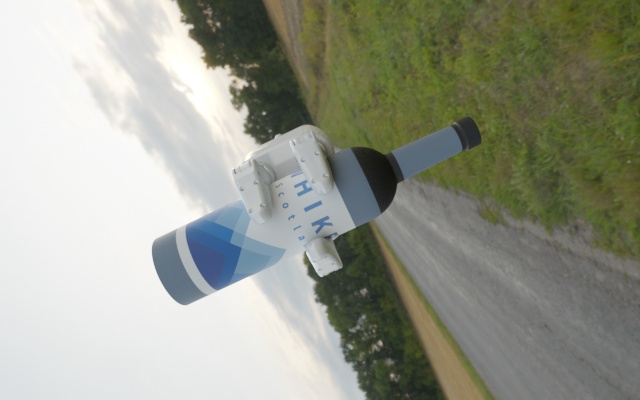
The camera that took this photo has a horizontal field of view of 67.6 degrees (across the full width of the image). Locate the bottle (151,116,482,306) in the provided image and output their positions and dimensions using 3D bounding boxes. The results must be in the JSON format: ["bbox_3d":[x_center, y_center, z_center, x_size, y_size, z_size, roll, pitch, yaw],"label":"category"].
[{"bbox_3d":[0.000,0.002,0.421,0.296,0.069,0.069,-25,-1,3],"label":"bottle"}]
